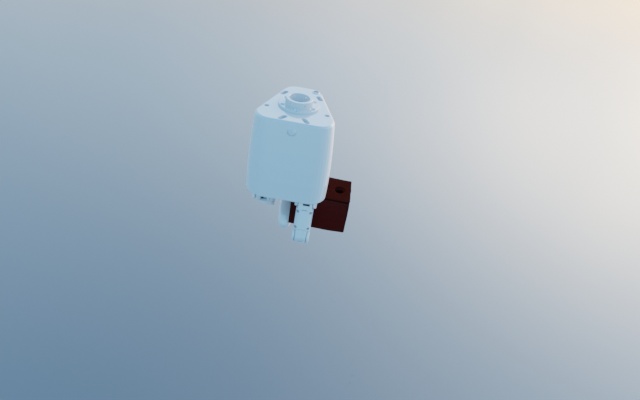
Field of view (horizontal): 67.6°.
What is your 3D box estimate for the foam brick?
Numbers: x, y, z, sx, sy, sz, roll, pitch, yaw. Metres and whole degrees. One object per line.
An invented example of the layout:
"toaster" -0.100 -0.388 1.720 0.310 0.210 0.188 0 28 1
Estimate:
"foam brick" 0.000 0.002 0.640 0.078 0.051 0.053 10 35 0
